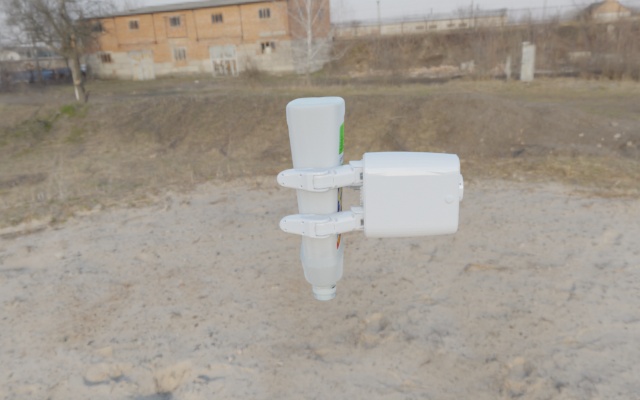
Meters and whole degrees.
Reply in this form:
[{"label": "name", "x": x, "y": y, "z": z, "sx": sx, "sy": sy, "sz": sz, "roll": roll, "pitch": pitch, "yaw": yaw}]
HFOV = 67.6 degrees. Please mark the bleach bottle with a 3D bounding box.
[{"label": "bleach bottle", "x": 0.000, "y": 0.002, "z": 0.599, "sx": 0.068, "sy": 0.251, "sz": 0.102, "roll": -1, "pitch": 17, "yaw": 6}]
